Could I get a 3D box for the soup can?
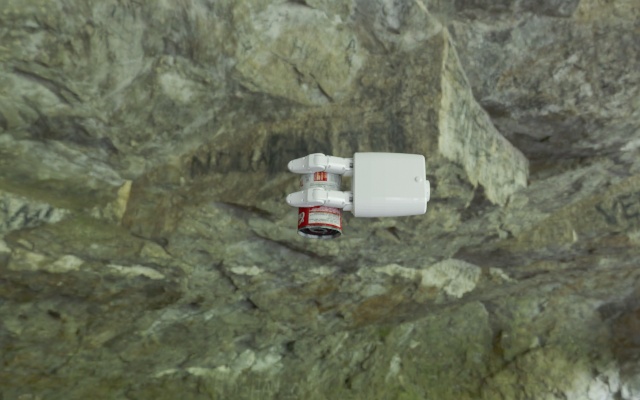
[{"bbox_3d":[0.000,0.002,0.741,0.068,0.102,0.068,2,-19,1],"label":"soup can"}]
